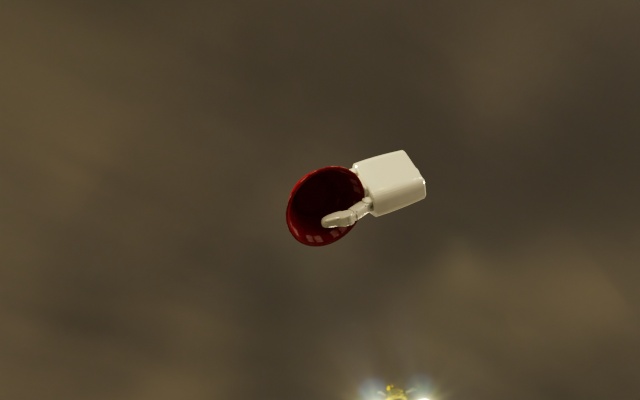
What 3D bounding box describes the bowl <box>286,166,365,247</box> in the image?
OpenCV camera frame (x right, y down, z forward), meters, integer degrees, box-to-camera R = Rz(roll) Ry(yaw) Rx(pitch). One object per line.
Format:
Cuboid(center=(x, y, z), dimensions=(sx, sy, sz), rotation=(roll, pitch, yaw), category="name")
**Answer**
Cuboid(center=(-0.001, 0.003, 0.887), dimensions=(0.162, 0.162, 0.055), rotation=(0, 25, -30), category="bowl")
